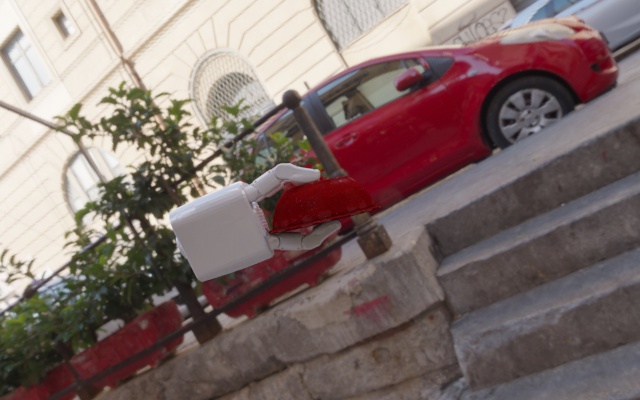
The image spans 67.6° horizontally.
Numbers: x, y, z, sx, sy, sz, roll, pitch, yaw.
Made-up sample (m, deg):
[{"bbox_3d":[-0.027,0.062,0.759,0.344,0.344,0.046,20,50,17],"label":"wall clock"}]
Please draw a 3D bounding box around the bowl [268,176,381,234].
[{"bbox_3d":[0.001,0.001,0.669,0.162,0.055,0.162,-13,-1,0],"label":"bowl"}]
